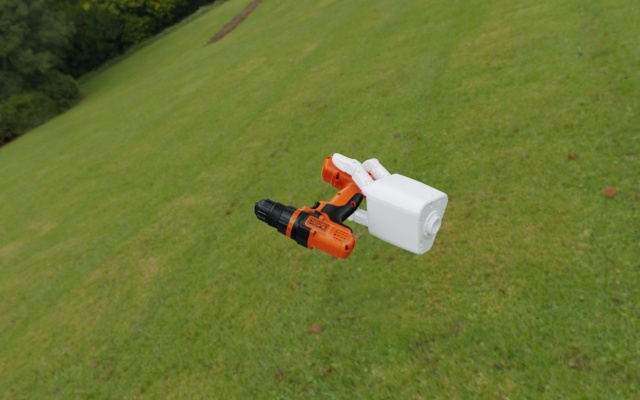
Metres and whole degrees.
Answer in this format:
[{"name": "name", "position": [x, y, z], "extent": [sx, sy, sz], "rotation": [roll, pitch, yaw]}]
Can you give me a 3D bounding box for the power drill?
[{"name": "power drill", "position": [0.001, 0.003, 0.845], "extent": [0.184, 0.187, 0.057], "rotation": [25, -39, 12]}]
